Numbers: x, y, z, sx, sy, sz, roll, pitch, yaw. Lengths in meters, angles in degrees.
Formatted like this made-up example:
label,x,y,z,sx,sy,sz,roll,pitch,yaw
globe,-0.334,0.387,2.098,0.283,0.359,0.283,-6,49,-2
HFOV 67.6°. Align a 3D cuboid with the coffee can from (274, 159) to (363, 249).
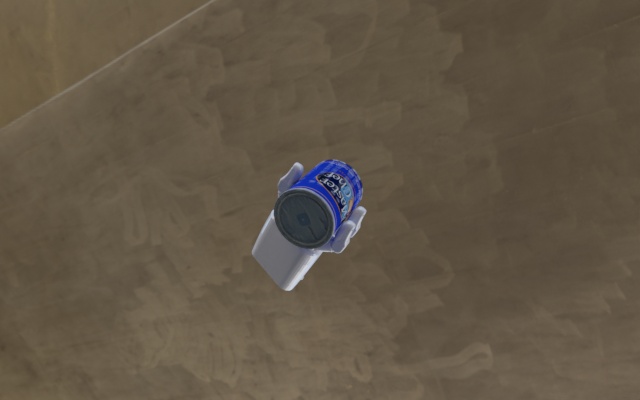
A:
label,x,y,z,sx,sy,sz,roll,pitch,yaw
coffee can,0.000,0.002,0.791,0.103,0.103,0.140,0,23,25
